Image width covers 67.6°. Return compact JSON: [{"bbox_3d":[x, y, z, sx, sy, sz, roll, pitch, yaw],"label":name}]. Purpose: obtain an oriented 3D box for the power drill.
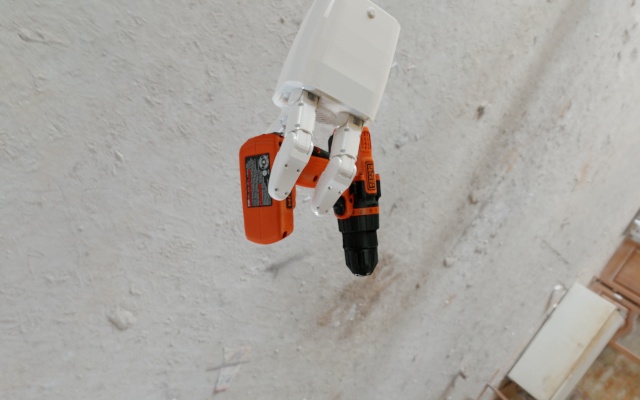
[{"bbox_3d":[0.000,0.001,0.521,0.057,0.184,0.187,-8,-3,38],"label":"power drill"}]
